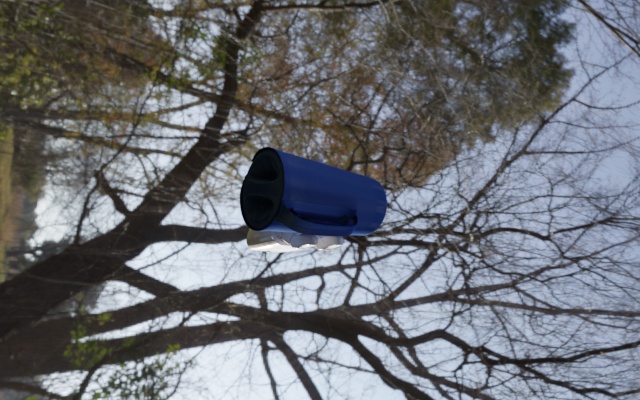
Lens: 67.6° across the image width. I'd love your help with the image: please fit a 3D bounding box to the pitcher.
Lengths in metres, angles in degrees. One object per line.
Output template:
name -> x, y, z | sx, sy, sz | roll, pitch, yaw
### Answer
pitcher -> 0.000, 0.003, 0.808 | 0.243, 0.149, 0.145 | 9, -20, -37
